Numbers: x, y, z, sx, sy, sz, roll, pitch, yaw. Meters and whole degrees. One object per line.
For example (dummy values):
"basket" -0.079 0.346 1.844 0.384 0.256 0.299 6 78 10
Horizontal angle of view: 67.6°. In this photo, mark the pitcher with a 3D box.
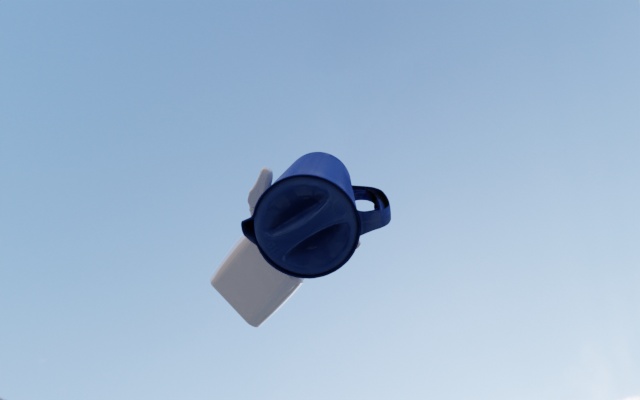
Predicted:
"pitcher" 0.000 0.002 0.683 0.149 0.145 0.242 37 15 -7
